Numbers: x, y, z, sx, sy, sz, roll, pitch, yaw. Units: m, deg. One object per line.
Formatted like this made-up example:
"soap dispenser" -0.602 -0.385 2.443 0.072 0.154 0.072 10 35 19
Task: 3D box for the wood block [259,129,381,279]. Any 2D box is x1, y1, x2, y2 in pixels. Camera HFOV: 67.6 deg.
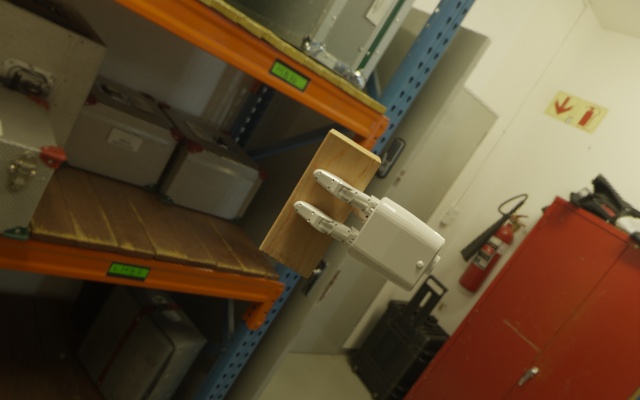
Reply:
"wood block" 0.001 0.002 0.738 0.090 0.206 0.091 32 12 -1
